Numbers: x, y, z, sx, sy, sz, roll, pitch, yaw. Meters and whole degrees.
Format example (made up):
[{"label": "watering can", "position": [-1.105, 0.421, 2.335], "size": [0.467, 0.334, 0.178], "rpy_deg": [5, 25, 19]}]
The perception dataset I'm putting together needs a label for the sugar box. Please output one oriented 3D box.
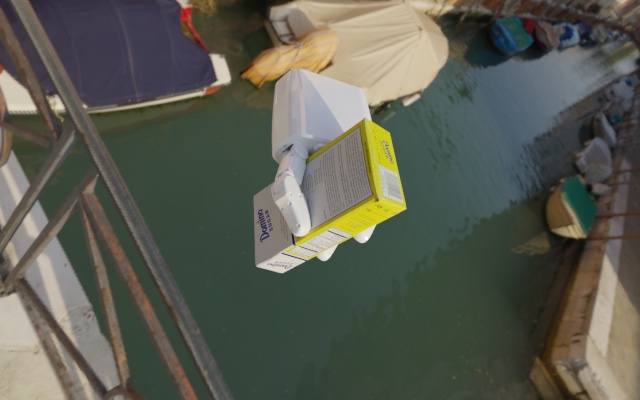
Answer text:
[{"label": "sugar box", "position": [0.001, 0.002, 0.497], "size": [0.048, 0.093, 0.176], "rpy_deg": [21, -39, -38]}]
